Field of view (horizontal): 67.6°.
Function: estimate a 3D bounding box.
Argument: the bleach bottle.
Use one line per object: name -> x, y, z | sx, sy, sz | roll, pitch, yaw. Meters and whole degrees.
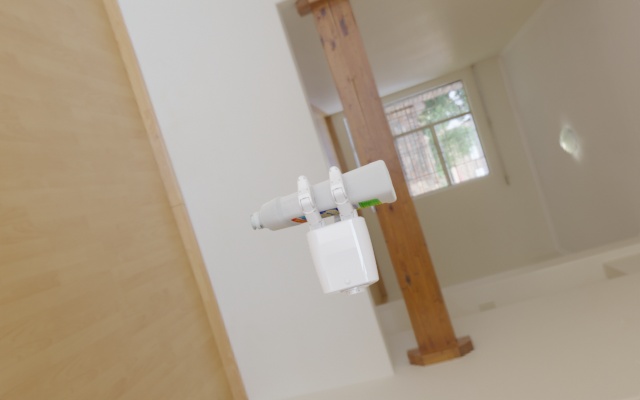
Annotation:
bleach bottle -> 0.000, 0.003, 0.827 | 0.251, 0.068, 0.102 | -18, -12, 10
